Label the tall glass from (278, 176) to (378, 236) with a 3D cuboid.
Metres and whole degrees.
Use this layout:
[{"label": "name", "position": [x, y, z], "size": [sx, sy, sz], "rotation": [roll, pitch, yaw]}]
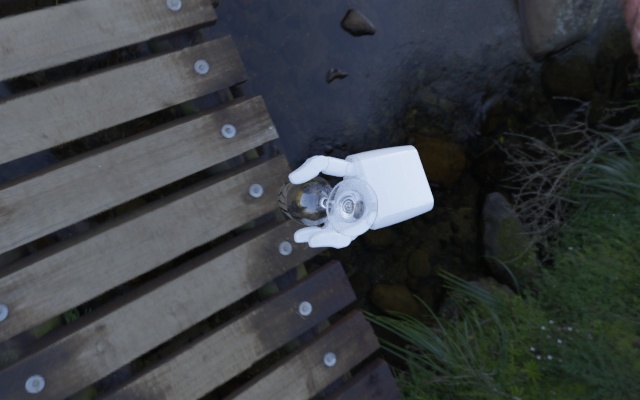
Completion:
[{"label": "tall glass", "position": [0.000, 0.002, 0.692], "size": [0.079, 0.079, 0.201], "rotation": [0, 4, -25]}]
